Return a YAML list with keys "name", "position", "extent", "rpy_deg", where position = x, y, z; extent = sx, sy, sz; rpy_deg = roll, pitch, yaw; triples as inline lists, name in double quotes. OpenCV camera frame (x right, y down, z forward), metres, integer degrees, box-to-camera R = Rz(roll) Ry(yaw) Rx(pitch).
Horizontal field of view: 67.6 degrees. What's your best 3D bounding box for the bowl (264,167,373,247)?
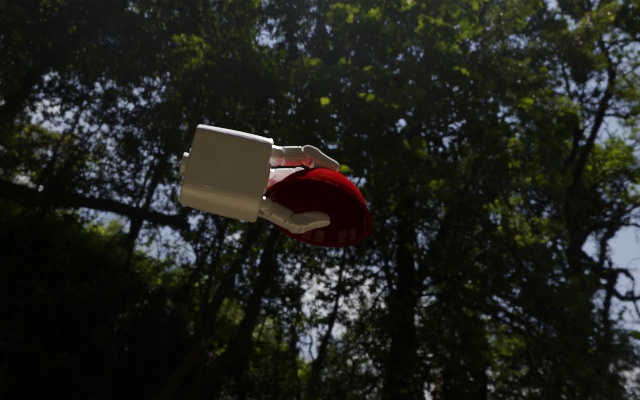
- name: "bowl"
  position: [0.001, 0.003, 0.697]
  extent: [0.162, 0.055, 0.162]
  rpy_deg: [10, -37, 8]
